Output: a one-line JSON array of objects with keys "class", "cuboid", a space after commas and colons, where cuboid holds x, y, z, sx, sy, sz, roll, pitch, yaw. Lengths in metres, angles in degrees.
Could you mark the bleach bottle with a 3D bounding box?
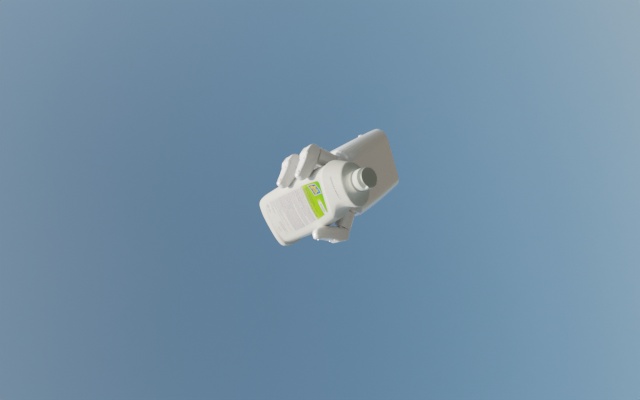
[{"class": "bleach bottle", "cuboid": [0.000, 0.002, 0.743, 0.068, 0.102, 0.251, -34, 8, -36]}]
